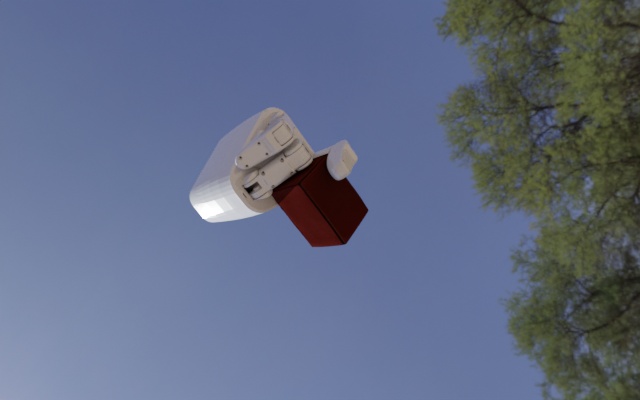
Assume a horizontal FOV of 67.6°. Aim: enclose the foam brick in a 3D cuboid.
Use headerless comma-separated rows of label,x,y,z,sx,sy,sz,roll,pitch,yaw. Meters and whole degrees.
foam brick,0.000,0.002,0.482,0.051,0.078,0.053,-15,28,49
